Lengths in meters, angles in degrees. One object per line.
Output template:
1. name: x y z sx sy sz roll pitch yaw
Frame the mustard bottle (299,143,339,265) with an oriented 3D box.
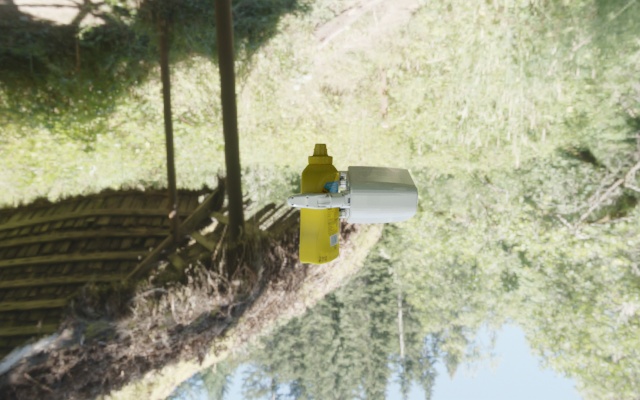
1. mustard bottle: 0.000 0.003 0.784 0.058 0.191 0.096 4 8 24
